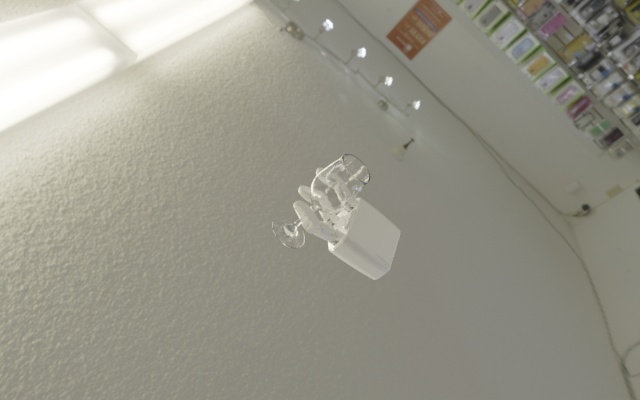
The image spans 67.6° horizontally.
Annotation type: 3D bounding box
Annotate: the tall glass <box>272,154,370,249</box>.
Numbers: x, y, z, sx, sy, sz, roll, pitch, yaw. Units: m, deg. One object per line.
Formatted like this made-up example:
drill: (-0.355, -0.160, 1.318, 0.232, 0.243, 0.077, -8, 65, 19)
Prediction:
tall glass: (0.000, 0.003, 0.854, 0.079, 0.079, 0.201, 0, -35, -48)
